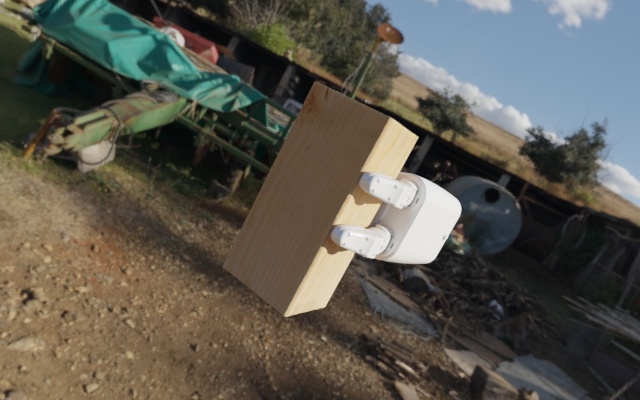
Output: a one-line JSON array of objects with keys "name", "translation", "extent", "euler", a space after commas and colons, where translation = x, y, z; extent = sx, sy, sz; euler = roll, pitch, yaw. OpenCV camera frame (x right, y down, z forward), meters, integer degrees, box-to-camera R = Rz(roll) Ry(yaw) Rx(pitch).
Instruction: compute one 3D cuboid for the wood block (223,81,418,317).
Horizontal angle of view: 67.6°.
[{"name": "wood block", "translation": [0.000, 0.001, 0.484], "extent": [0.091, 0.206, 0.090], "euler": [32, 10, 26]}]
